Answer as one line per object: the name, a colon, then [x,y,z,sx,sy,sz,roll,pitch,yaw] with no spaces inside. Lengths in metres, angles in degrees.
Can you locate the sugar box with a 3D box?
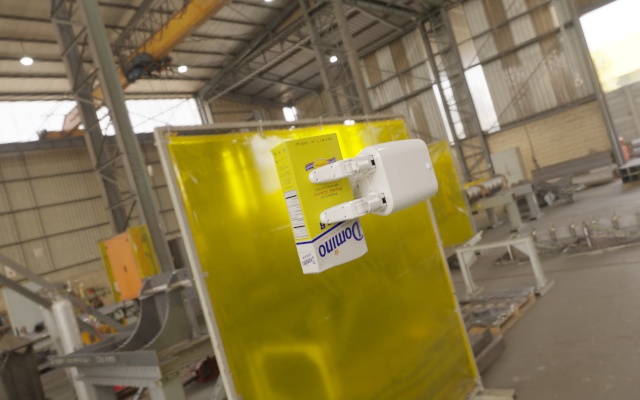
sugar box: [0.001,0.002,0.649,0.093,0.176,0.048,-17,-1,-37]
